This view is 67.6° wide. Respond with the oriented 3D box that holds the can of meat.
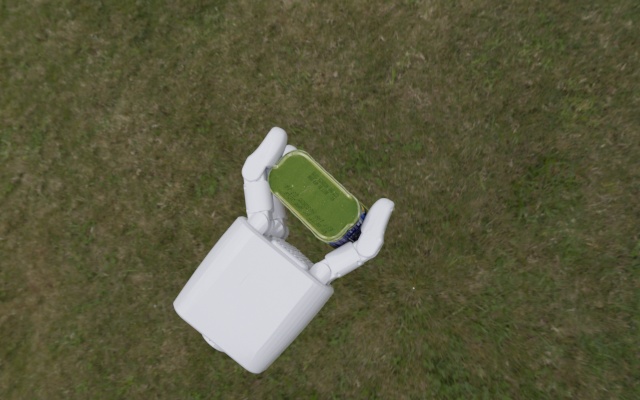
[{"bbox_3d":[0.000,0.002,0.481,0.102,0.057,0.084,43,1,15],"label":"can of meat"}]
